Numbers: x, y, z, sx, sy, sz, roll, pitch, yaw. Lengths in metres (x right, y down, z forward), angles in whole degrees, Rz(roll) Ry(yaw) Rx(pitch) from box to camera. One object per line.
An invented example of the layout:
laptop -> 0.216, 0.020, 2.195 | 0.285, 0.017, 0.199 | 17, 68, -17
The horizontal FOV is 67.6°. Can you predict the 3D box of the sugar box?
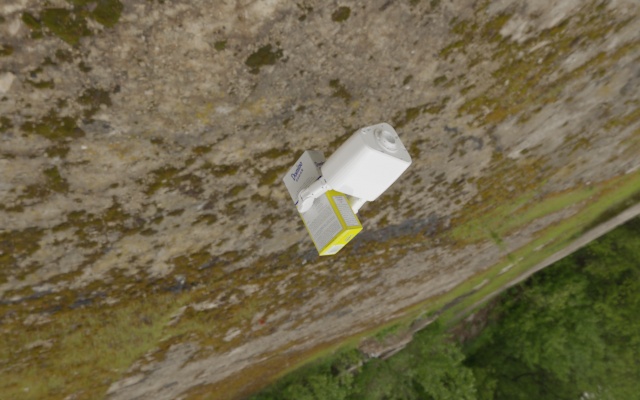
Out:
sugar box -> 0.001, 0.003, 0.878 | 0.048, 0.176, 0.093 | -1, -34, -41
